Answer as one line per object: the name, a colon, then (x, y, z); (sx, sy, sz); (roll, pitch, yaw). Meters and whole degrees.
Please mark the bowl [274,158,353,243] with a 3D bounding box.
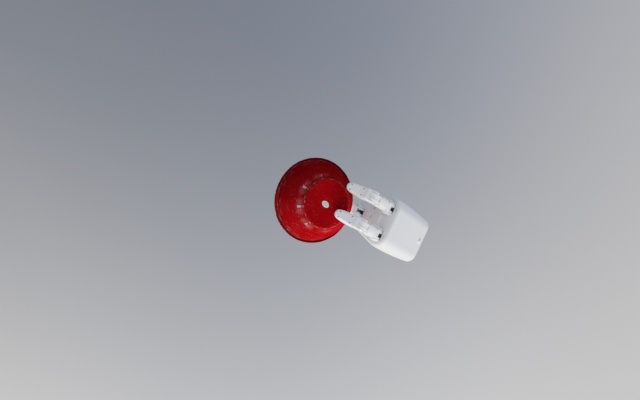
bowl: (-0.001, 0.003, 0.872); (0.162, 0.162, 0.055); (0, 6, -25)
